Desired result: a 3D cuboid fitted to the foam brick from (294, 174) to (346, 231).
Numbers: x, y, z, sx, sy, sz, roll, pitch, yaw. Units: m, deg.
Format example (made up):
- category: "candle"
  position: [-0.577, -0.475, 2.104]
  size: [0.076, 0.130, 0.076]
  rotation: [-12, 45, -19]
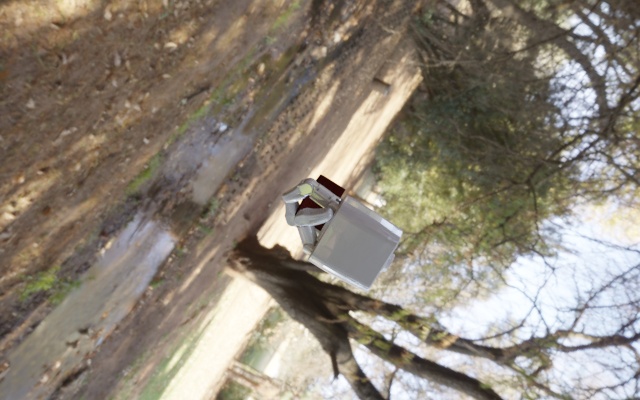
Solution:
- category: "foam brick"
  position: [0.000, 0.002, 0.790]
  size: [0.051, 0.053, 0.078]
  rotation: [30, 31, 3]
